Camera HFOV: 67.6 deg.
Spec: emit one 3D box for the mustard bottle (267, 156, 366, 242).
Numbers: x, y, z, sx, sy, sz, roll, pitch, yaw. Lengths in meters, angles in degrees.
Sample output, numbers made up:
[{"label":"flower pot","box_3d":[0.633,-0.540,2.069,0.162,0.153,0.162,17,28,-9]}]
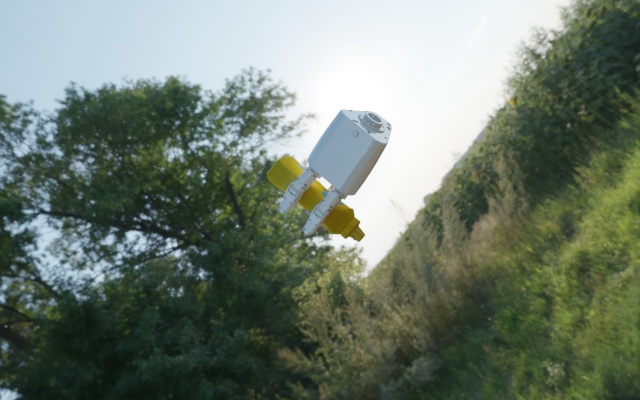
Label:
[{"label":"mustard bottle","box_3d":[0.000,0.003,0.823,0.191,0.058,0.096,40,7,11]}]
